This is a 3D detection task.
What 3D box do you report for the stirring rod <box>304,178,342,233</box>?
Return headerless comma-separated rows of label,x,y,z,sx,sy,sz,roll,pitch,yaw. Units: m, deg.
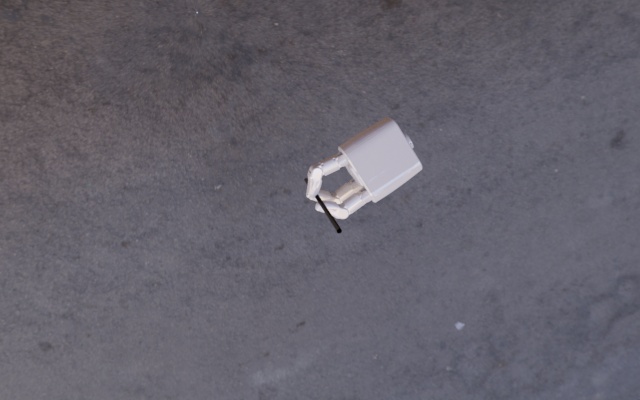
stirring rod,0.000,0.003,0.819,0.011,0.011,0.239,0,21,-14
